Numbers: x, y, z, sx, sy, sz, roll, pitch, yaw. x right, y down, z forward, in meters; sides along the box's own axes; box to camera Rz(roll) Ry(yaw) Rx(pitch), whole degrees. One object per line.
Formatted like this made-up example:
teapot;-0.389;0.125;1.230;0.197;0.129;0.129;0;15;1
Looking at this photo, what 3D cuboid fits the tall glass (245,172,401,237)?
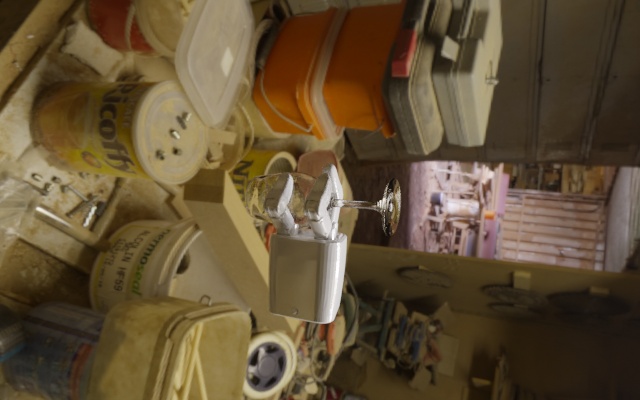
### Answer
tall glass;0.001;0.002;0.639;0.201;0.079;0.079;5;2;25
